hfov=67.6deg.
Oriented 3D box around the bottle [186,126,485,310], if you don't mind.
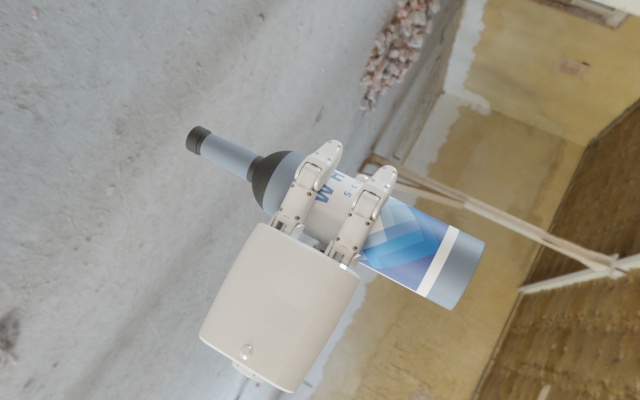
[{"bbox_3d":[0.000,0.002,0.448,0.295,0.069,0.069,27,6,13],"label":"bottle"}]
